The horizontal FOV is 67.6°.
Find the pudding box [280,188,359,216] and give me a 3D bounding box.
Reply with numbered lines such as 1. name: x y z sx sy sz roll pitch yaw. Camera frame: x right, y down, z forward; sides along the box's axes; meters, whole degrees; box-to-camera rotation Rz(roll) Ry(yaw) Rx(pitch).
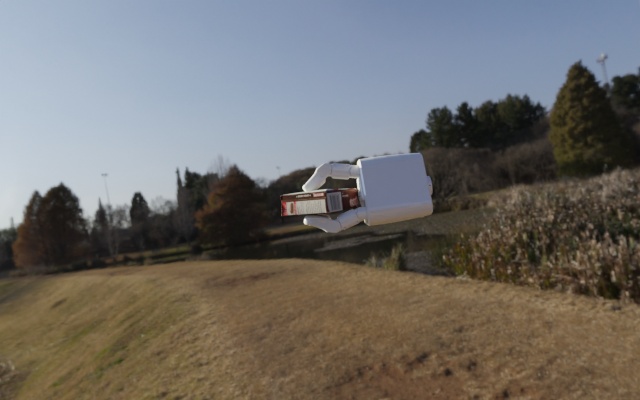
1. pudding box: 0.000 0.002 0.800 0.090 0.039 0.113 -6 -1 29
